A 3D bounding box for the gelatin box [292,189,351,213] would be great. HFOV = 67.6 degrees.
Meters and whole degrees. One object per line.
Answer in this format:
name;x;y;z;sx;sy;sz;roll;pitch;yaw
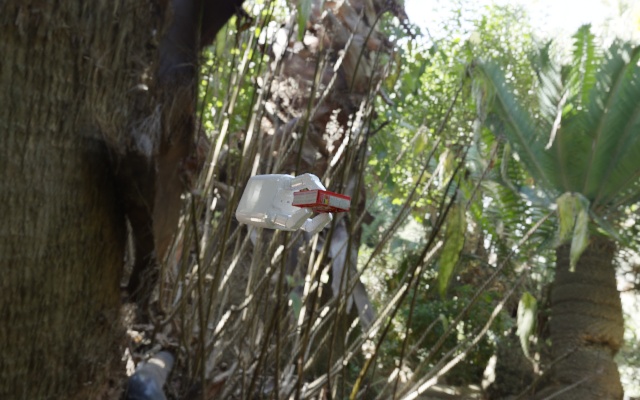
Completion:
gelatin box;0.000;0.002;0.880;0.073;0.030;0.089;14;-11;-33
